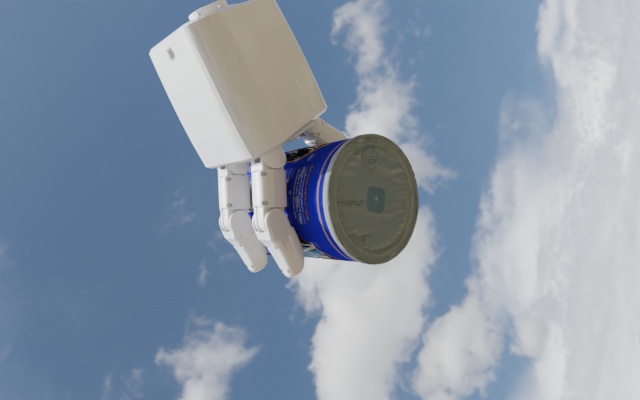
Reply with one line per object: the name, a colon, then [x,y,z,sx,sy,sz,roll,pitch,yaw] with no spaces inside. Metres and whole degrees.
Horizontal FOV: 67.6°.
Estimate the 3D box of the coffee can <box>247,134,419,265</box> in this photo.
coffee can: [0.000,0.002,0.426,0.103,0.103,0.140,0,-2,-40]
